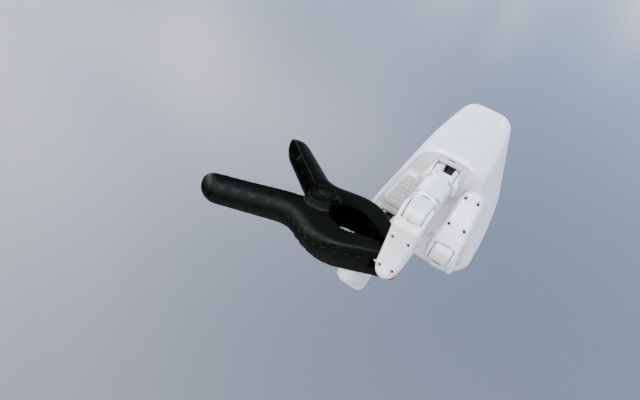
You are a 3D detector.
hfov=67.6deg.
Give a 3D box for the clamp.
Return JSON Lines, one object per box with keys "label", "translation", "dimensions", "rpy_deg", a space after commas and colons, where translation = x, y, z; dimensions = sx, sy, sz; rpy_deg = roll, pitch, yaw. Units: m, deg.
{"label": "clamp", "translation": [0.000, 0.001, 0.403], "dimensions": [0.171, 0.039, 0.120], "rpy_deg": [30, 45, 17]}
